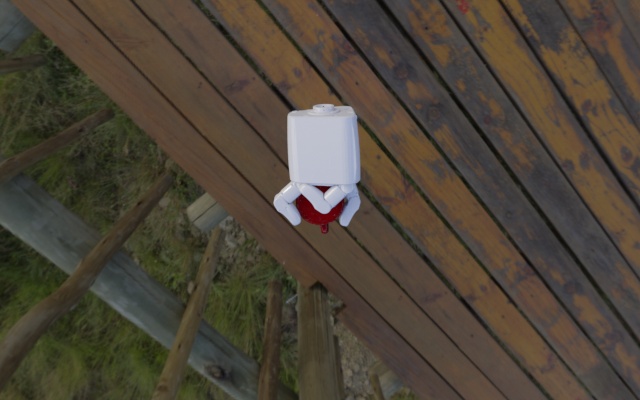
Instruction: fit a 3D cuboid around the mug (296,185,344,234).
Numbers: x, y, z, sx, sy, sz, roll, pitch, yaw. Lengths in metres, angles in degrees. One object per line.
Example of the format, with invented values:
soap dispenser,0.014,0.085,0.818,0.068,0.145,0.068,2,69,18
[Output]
mug,0.000,0.004,0.832,0.093,0.117,0.081,-5,21,1
